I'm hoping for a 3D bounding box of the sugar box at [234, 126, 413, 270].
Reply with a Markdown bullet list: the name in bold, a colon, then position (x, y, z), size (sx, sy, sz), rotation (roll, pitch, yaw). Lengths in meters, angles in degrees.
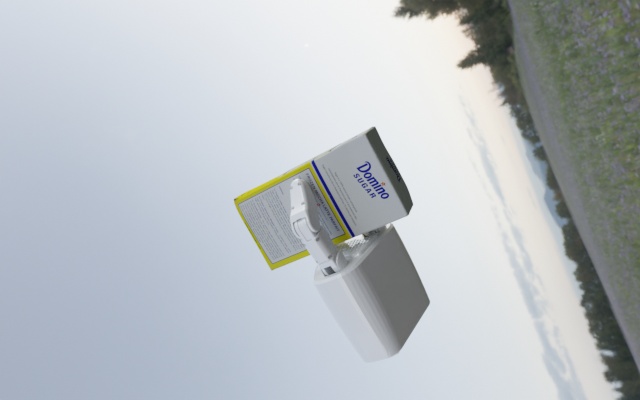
- **sugar box**: position (0.000, 0.002, 0.509), size (0.176, 0.093, 0.048), rotation (-24, 9, 25)
